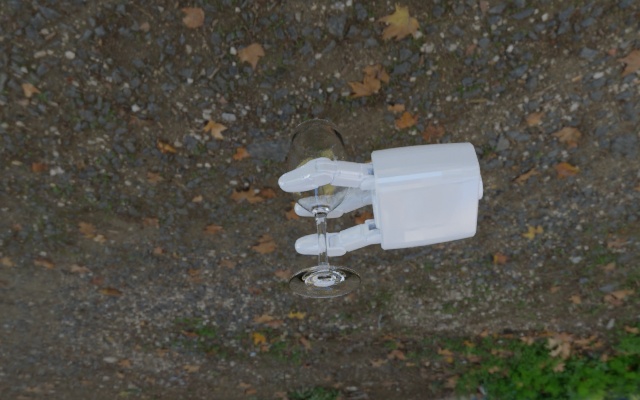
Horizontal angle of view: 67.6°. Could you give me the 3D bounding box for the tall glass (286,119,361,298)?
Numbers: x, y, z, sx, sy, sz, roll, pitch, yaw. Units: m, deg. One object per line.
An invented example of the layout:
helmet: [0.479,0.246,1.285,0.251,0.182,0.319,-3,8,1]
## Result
tall glass: [0.000,0.002,0.539,0.079,0.201,0.079,-2,-34,-2]
